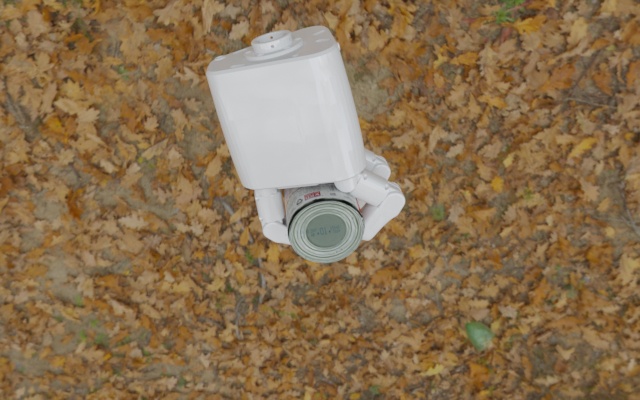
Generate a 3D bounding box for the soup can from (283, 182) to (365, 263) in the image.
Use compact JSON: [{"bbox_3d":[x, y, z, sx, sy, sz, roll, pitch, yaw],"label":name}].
[{"bbox_3d":[0.000,0.002,0.446,0.068,0.068,0.102,0,31,-7],"label":"soup can"}]
